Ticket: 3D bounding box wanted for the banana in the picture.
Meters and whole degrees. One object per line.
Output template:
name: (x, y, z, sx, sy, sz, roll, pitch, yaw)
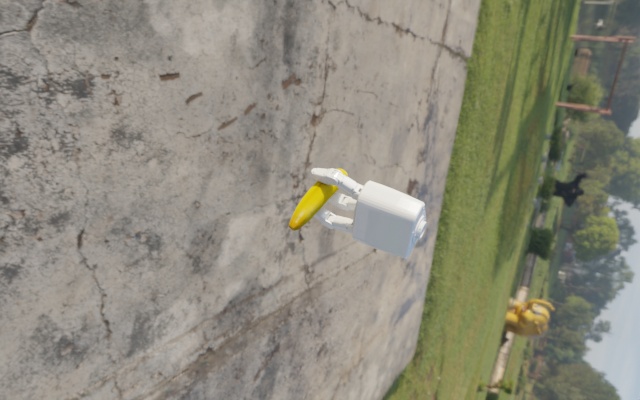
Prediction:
banana: (0.006, -0.013, 0.875, 0.037, 0.070, 0.197, 28, 37, 15)
